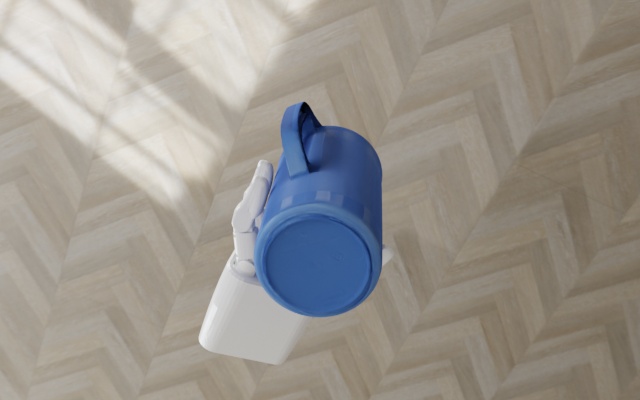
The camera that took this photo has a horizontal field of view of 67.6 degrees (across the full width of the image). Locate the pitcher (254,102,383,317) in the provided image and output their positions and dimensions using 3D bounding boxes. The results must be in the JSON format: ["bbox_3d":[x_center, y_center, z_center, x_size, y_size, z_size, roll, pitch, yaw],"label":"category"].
[{"bbox_3d":[0.000,0.002,0.497,0.149,0.145,0.242,25,20,-6],"label":"pitcher"}]
